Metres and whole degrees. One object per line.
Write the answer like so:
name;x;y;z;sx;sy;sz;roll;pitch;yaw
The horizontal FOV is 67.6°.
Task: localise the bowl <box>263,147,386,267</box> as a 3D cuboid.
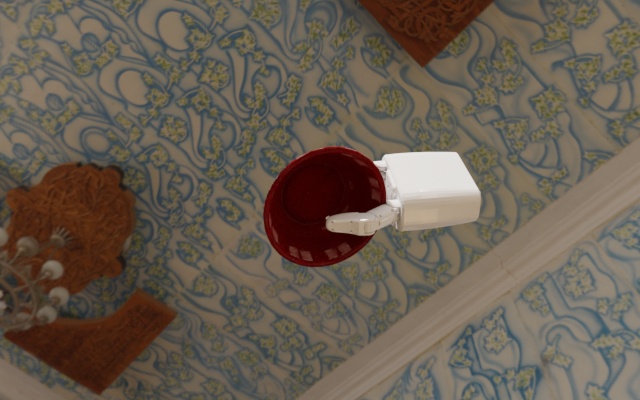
bowl;-0.001;0.002;0.607;0.162;0.162;0.055;0;23;-22
